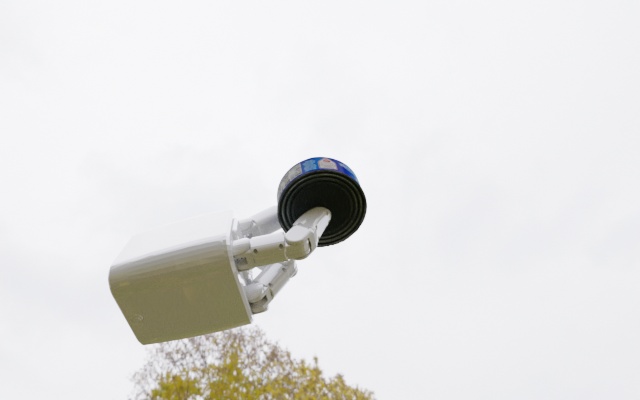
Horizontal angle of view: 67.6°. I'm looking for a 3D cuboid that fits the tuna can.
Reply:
[{"bbox_3d":[0.000,0.001,0.465,0.086,0.086,0.033,0,30,-8],"label":"tuna can"}]
